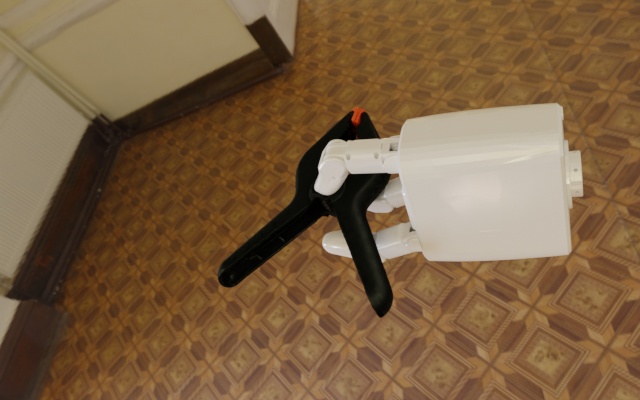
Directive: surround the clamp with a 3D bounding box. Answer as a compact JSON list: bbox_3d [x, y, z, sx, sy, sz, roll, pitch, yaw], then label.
[{"bbox_3d":[0.000,0.001,0.438,0.164,0.209,0.036,-2,-36,26],"label":"clamp"}]
